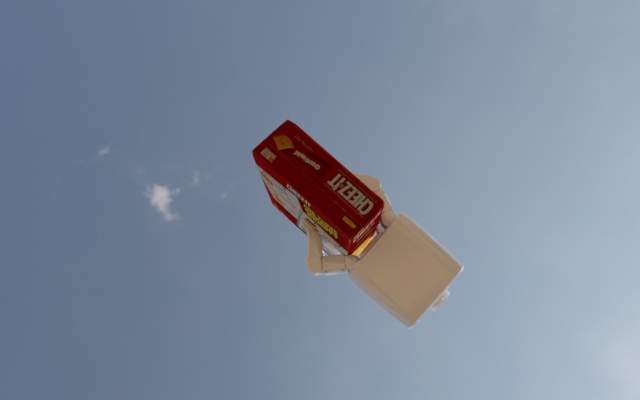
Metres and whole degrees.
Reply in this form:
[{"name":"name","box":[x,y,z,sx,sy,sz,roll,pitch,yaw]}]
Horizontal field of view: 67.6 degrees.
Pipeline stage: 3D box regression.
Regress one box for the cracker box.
[{"name":"cracker box","box":[0.000,0.002,0.663,0.164,0.072,0.214,41,-12,12]}]
